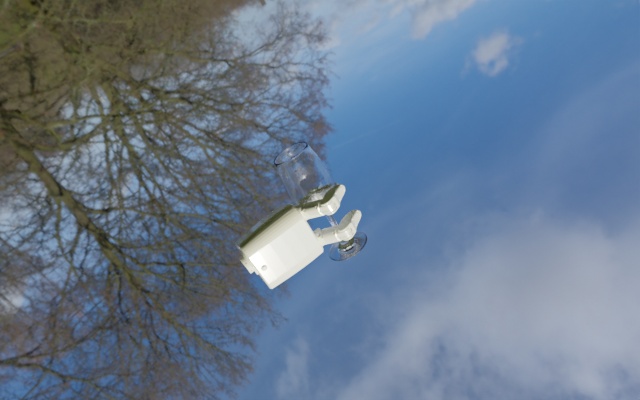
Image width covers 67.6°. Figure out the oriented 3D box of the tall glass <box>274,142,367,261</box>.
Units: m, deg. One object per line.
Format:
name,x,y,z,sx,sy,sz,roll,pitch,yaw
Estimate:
tall glass,0.001,0.003,0.789,0.079,0.201,0.079,-26,25,13
